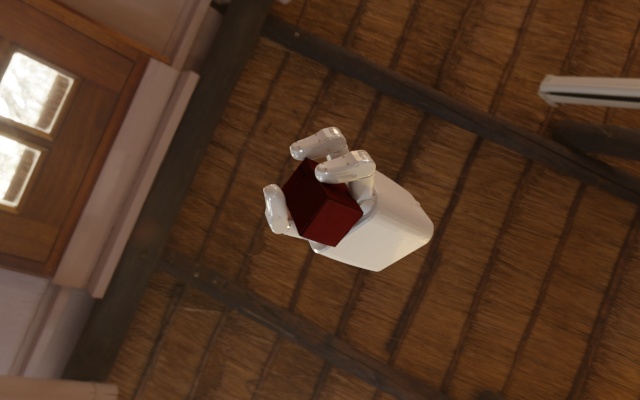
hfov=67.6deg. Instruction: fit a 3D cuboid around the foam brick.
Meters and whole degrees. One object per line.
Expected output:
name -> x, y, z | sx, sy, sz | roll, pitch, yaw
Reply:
foam brick -> 0.000, 0.002, 0.506 | 0.051, 0.053, 0.078 | 24, 25, -36
